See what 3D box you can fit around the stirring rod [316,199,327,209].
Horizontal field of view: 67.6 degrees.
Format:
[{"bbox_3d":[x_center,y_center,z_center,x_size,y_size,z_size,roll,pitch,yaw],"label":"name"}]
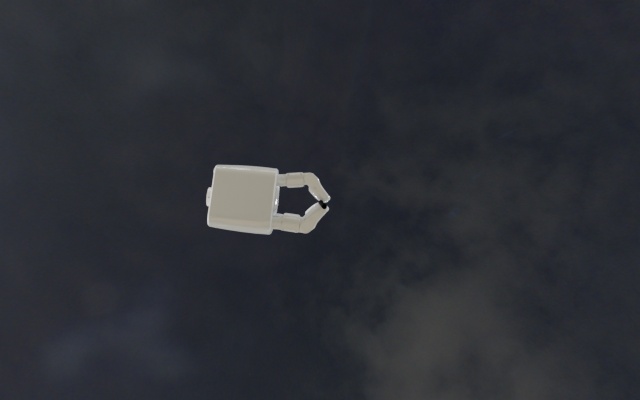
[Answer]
[{"bbox_3d":[0.000,0.003,0.826,0.011,0.011,0.239,0,3,-3],"label":"stirring rod"}]
